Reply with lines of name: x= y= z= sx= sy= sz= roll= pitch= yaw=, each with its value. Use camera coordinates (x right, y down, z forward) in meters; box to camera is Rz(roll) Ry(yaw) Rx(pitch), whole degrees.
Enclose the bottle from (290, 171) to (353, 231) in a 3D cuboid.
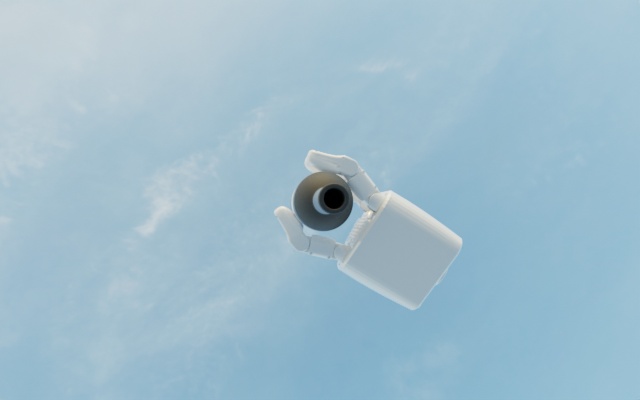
bottle: x=0.000 y=0.002 z=0.562 sx=0.069 sy=0.069 sz=0.296 roll=0 pitch=-1 yaw=-5
